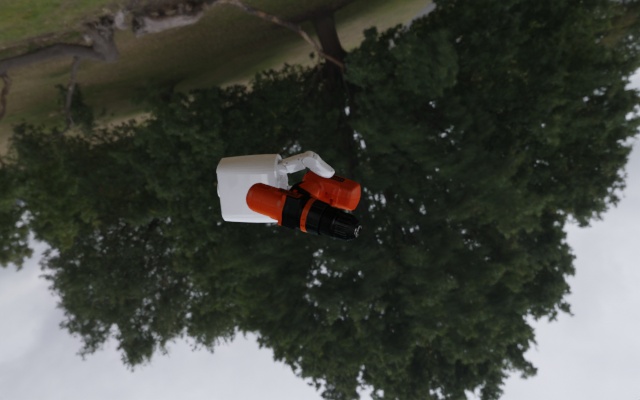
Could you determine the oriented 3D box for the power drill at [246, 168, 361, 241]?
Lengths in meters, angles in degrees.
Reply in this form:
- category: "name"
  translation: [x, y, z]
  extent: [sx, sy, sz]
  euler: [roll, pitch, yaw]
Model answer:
- category: "power drill"
  translation: [0.000, 0.002, 0.769]
  extent: [0.184, 0.057, 0.187]
  euler: [20, 18, 19]
